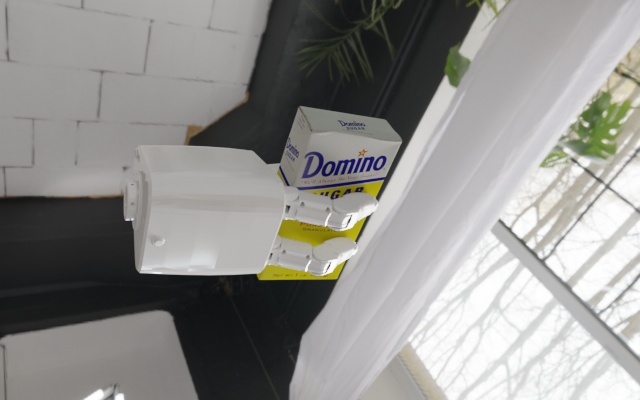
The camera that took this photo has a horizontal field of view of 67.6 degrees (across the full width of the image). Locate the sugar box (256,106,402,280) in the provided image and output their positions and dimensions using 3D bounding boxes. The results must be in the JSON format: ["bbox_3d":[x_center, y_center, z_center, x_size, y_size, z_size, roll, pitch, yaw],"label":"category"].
[{"bbox_3d":[0.000,0.002,0.461,0.093,0.176,0.048,3,39,-26],"label":"sugar box"}]
